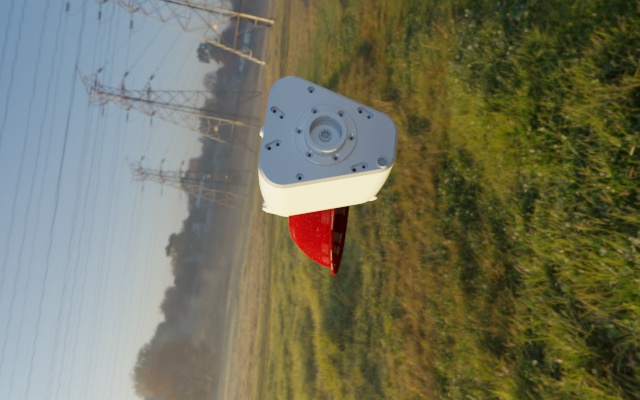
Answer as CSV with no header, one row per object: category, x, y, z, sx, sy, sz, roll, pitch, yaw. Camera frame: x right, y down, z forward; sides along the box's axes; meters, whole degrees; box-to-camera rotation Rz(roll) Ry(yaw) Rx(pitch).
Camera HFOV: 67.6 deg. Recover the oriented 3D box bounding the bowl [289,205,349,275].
bowl,0.000,0.002,0.550,0.055,0.162,0.162,5,1,9
